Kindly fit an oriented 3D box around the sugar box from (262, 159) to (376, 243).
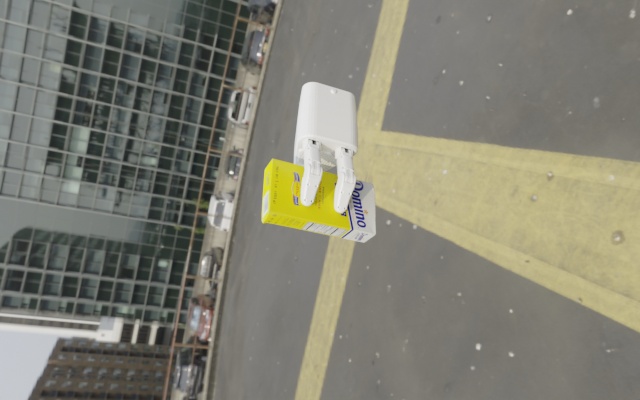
[{"bbox_3d":[0.000,0.002,0.735,0.176,0.093,0.048,11,-28,-19],"label":"sugar box"}]
